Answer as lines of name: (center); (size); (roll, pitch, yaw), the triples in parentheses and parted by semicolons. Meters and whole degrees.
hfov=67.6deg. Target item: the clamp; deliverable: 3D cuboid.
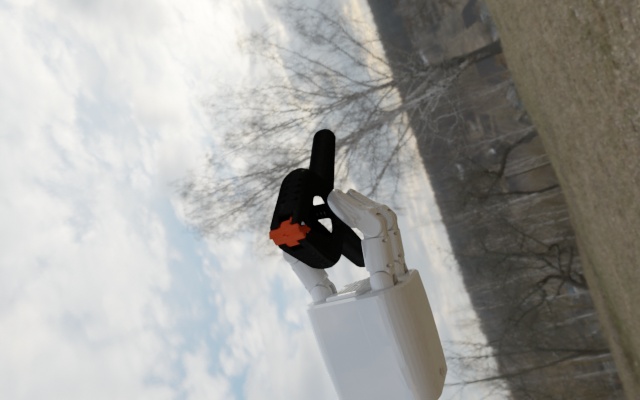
clamp: (-0.001, 0.002, 0.468); (0.036, 0.164, 0.210); (-18, -3, 19)
